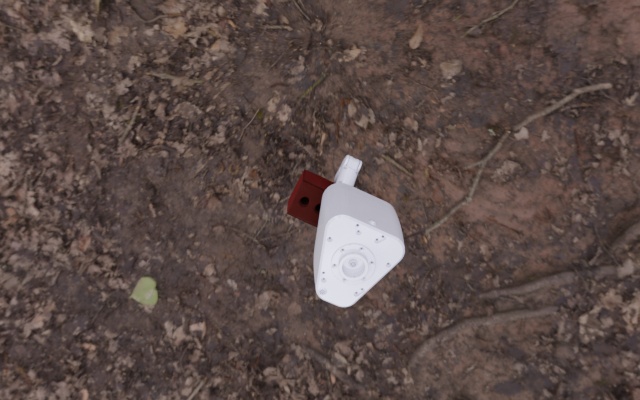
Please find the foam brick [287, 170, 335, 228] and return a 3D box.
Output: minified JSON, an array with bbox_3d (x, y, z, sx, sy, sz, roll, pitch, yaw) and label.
[{"bbox_3d":[0.000,0.002,0.643,0.078,0.053,0.051,24,20,-7],"label":"foam brick"}]
